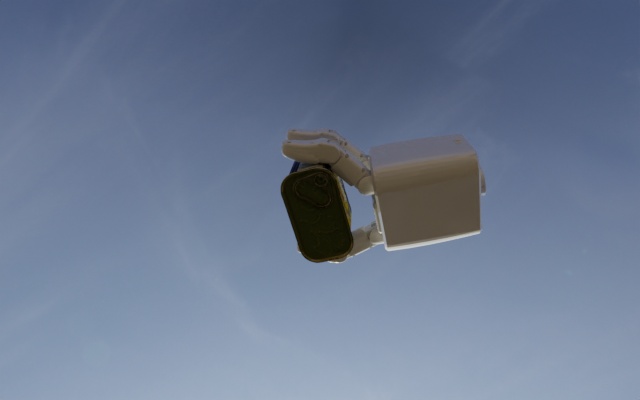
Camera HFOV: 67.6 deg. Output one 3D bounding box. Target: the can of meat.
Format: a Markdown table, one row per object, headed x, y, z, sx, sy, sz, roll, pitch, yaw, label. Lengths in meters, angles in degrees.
| x | y | z | sx | sy | sz | roll | pitch | yaw | label |
| --- | --- | --- | --- | --- | --- | --- | --- | --- | --- |
| 0.000 | 0.002 | 0.518 | 0.057 | 0.102 | 0.084 | -14 | 20 | 10 | can of meat |
